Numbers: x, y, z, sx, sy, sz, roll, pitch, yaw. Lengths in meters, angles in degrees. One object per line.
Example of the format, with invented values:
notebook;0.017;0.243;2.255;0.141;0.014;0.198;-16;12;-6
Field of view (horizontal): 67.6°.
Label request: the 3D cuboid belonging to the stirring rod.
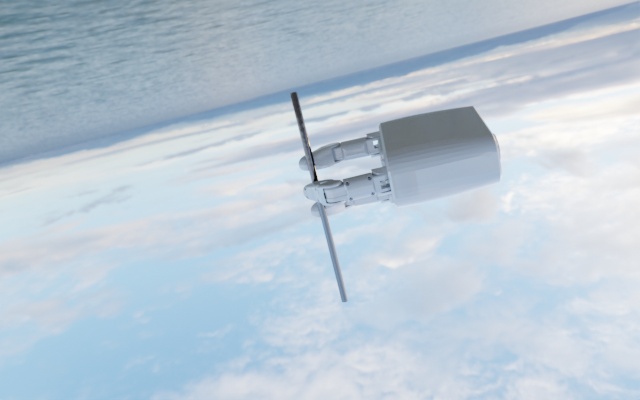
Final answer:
stirring rod;0.000;0.002;0.521;0.011;0.239;0.011;-13;14;3
